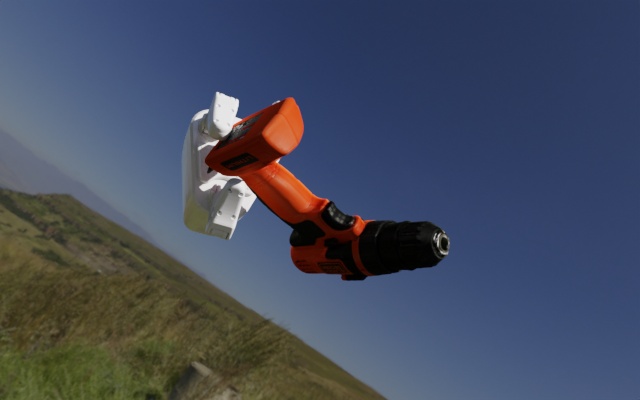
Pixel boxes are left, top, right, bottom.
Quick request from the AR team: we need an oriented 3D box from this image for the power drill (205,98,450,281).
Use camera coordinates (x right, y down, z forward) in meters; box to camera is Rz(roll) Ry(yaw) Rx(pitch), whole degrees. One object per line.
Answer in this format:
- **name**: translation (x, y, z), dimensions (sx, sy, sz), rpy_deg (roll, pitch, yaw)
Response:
- **power drill**: translation (0.000, 0.001, 0.430), dimensions (0.184, 0.057, 0.188), rpy_deg (-12, -54, 46)
